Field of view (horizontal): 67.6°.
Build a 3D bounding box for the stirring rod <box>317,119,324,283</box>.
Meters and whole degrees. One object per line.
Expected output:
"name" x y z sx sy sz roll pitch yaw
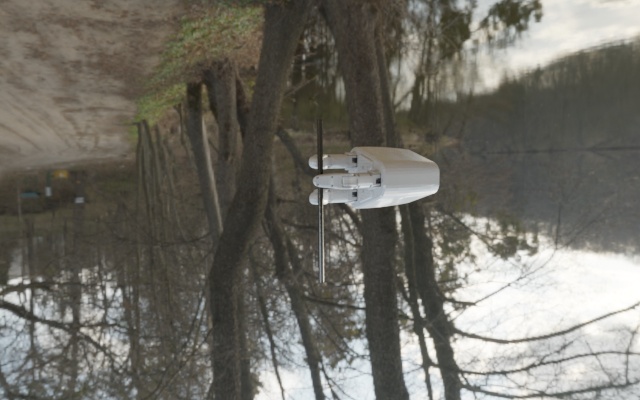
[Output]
"stirring rod" 0.000 0.002 0.704 0.011 0.239 0.011 -1 6 0
